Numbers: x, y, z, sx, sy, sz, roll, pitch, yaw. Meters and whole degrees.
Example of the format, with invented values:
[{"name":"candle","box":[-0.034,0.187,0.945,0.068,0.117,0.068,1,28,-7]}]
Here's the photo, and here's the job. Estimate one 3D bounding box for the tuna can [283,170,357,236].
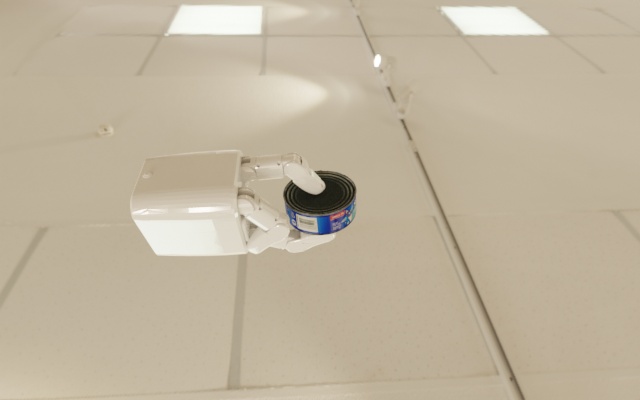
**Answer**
[{"name":"tuna can","box":[0.000,0.002,0.565,0.086,0.034,0.086,-3,38,2]}]
